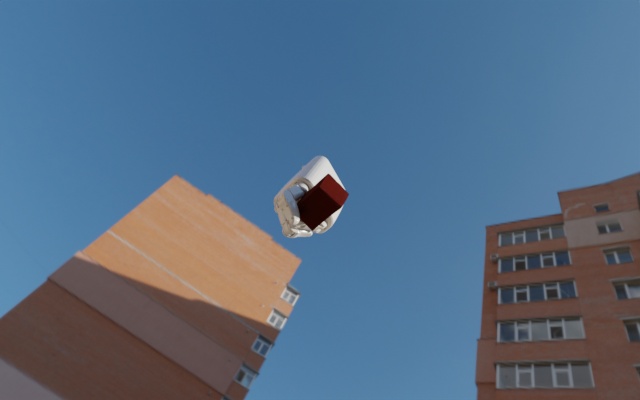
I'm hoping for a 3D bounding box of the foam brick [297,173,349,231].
[{"bbox_3d":[0.000,0.003,0.807,0.078,0.053,0.051,-40,8,35],"label":"foam brick"}]
